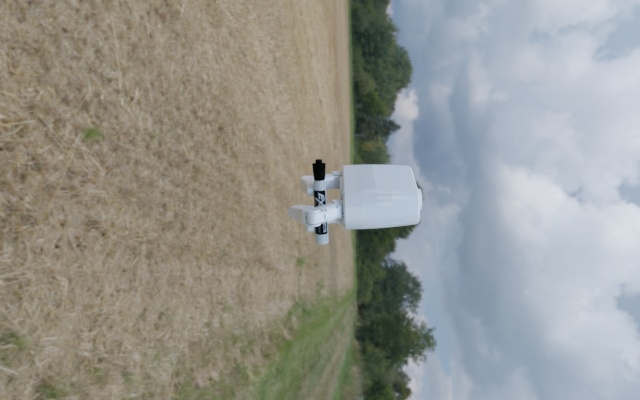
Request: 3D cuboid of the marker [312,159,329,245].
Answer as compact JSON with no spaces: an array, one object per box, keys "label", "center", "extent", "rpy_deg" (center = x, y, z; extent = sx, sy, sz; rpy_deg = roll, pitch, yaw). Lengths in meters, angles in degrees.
[{"label":"marker","center":[0.000,0.002,0.669],"extent":[0.020,0.121,0.020],"rpy_deg":[-2,15,1]}]
